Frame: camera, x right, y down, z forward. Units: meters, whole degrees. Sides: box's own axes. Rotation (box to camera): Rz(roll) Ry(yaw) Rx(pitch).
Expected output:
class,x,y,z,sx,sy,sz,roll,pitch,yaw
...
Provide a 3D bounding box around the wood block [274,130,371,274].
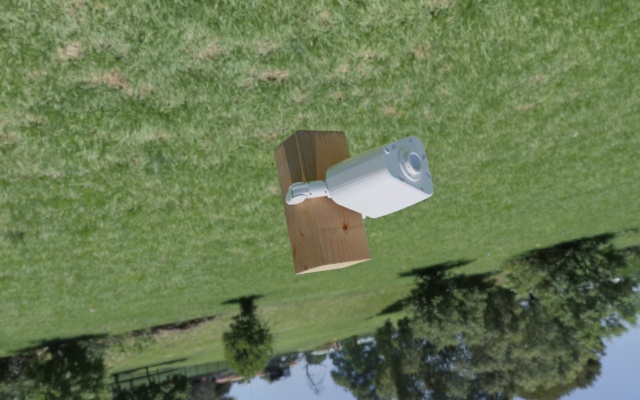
class,x,y,z,sx,sy,sz,roll,pitch,yaw
wood block,0.000,0.002,0.749,0.091,0.206,0.090,-3,-14,-32
